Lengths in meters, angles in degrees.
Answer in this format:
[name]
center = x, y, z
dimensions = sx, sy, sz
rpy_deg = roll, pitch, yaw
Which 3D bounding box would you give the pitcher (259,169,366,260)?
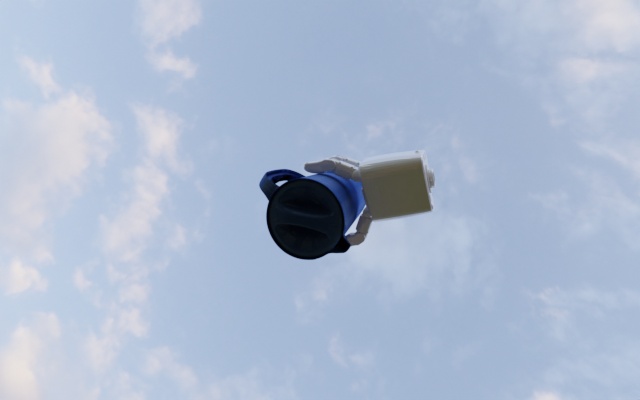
[pitcher]
center = 0.000, 0.003, 0.863
dimensions = 0.145, 0.149, 0.243
rpy_deg = -8, 8, 19
